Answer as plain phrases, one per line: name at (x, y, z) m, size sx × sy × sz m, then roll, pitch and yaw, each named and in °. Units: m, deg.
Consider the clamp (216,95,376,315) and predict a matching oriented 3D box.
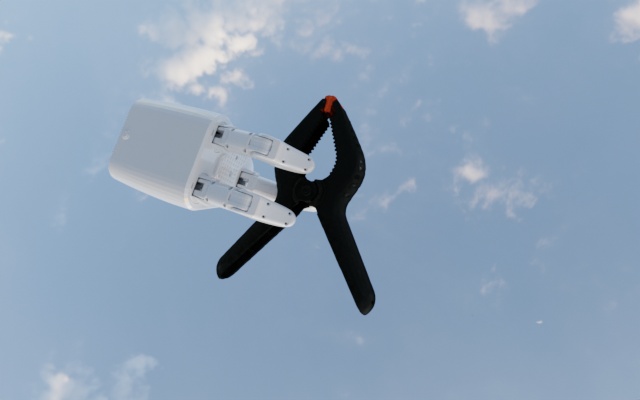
clamp at (0.000, 0.001, 0.470) m, size 0.164 × 0.210 × 0.036 m, roll 17°, pitch -7°, yaw 20°
